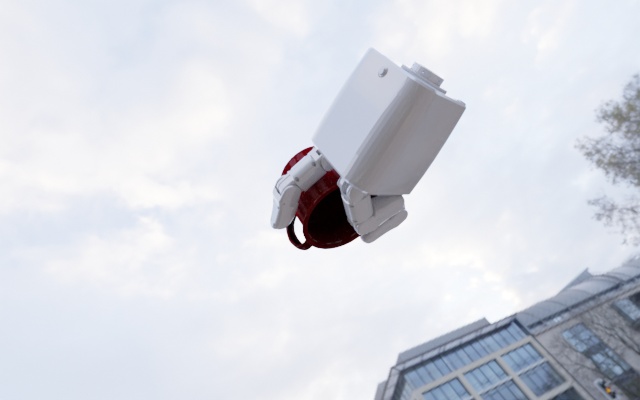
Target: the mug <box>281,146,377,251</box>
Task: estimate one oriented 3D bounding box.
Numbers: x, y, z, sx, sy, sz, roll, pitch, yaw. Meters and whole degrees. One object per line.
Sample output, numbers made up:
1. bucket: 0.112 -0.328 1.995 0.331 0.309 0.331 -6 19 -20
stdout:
1. mug: -0.001 0.003 0.529 0.093 0.117 0.081 16 28 -41
